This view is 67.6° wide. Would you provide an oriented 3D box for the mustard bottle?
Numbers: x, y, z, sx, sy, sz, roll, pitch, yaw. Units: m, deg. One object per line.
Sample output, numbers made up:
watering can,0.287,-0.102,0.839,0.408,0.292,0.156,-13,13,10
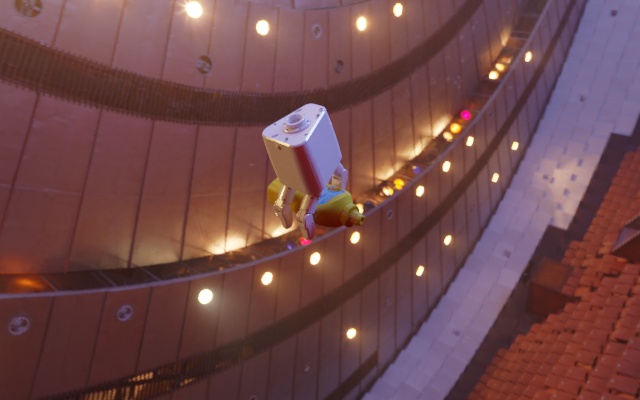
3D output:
mustard bottle,0.000,0.003,0.865,0.191,0.058,0.096,24,35,36
